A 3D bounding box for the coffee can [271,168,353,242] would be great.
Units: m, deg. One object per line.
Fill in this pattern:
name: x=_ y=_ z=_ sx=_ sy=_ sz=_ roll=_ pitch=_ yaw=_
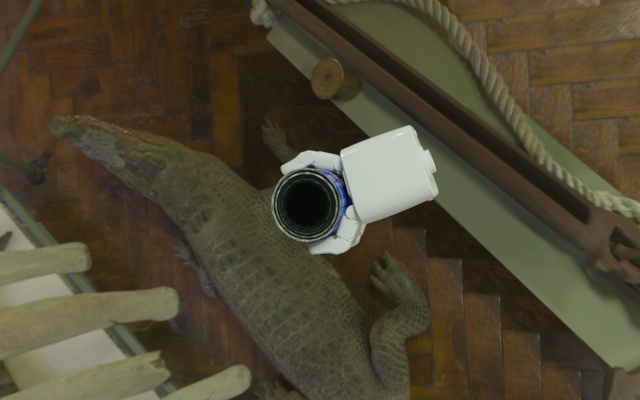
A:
coffee can: x=0.000 y=0.002 z=0.721 sx=0.103 sy=0.103 sz=0.140 roll=0 pitch=4 yaw=18
